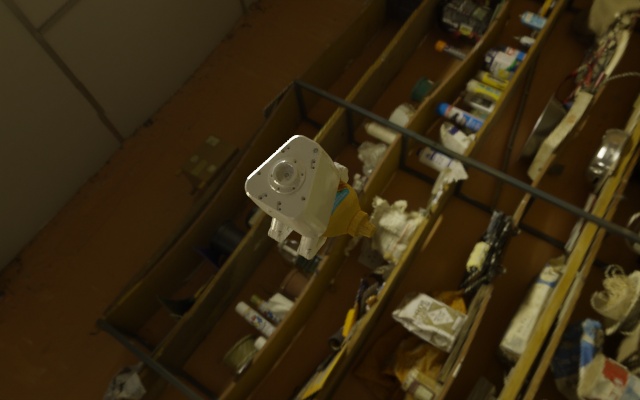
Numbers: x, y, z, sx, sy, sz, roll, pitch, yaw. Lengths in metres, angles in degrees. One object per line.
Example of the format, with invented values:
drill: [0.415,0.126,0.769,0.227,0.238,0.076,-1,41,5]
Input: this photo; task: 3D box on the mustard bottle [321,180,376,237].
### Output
mustard bottle: [0.000,0.002,0.740,0.191,0.096,0.058,30,-31,19]
